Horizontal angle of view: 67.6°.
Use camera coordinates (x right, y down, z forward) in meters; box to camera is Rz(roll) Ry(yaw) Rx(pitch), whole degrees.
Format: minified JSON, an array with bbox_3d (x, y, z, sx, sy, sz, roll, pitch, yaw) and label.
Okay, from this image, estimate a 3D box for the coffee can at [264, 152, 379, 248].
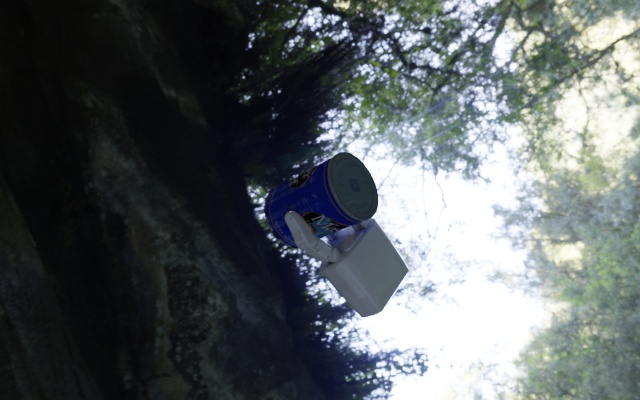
[{"bbox_3d":[0.000,0.002,0.709,0.140,0.102,0.103,-26,-17,38],"label":"coffee can"}]
